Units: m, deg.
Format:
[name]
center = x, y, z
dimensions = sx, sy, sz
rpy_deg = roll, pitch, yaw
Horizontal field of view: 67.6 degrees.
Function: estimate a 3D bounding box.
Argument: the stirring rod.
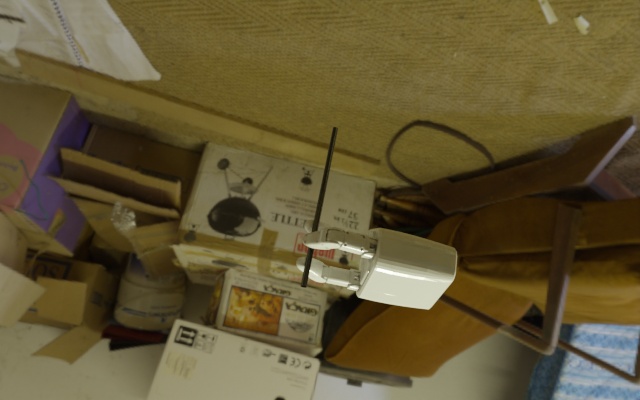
[stirring rod]
center = 0.000, 0.002, 0.659
dimensions = 0.011, 0.239, 0.011
rpy_deg = 10, -23, 4
